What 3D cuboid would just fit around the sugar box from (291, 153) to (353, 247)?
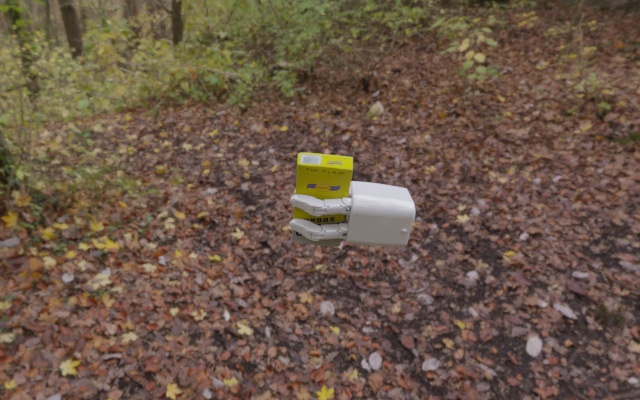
[{"bbox_3d":[0.000,0.003,0.835,0.093,0.176,0.048,6,36,0],"label":"sugar box"}]
